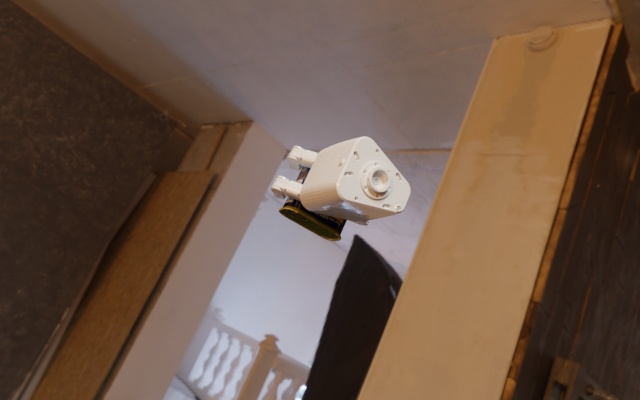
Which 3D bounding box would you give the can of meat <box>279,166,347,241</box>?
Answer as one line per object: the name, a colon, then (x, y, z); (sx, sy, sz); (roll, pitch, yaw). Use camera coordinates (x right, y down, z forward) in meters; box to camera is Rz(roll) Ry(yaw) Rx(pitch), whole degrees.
can of meat: (0.000, 0.002, 0.738); (0.102, 0.084, 0.057); (30, -18, -17)
